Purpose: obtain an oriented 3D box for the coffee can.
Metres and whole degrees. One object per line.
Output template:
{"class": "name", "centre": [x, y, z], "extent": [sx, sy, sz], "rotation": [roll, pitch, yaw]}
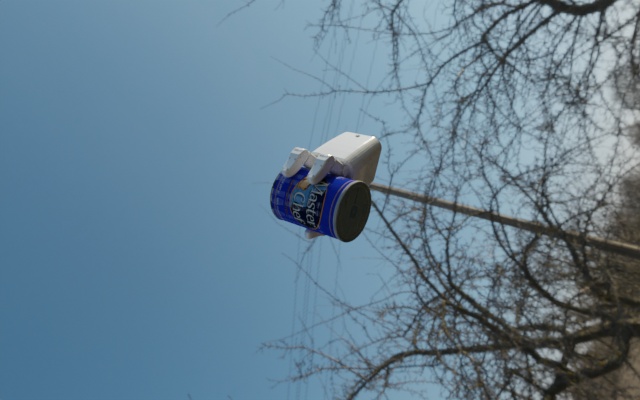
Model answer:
{"class": "coffee can", "centre": [0.000, 0.003, 0.809], "extent": [0.140, 0.103, 0.103], "rotation": [17, 10, 34]}
